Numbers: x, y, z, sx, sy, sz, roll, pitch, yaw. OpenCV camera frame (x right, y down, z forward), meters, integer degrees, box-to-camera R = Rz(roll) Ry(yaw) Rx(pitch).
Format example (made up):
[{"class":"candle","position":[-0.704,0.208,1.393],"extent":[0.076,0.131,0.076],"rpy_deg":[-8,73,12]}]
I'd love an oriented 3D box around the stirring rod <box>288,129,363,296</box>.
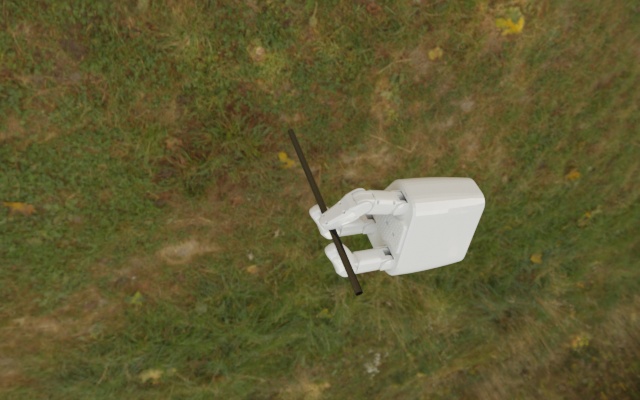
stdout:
[{"class":"stirring rod","position":[0.000,0.002,0.544],"extent":[0.011,0.239,0.011],"rpy_deg":[-15,-35,-11]}]
